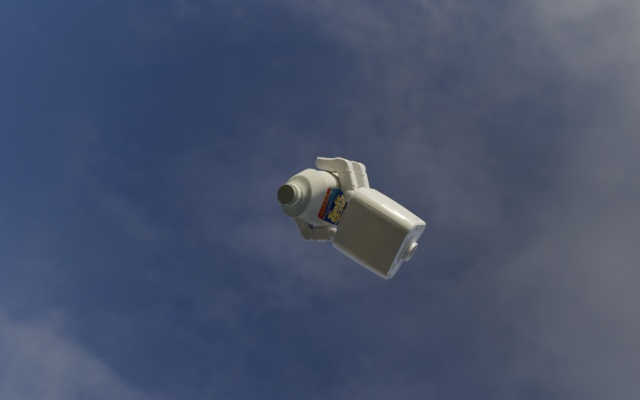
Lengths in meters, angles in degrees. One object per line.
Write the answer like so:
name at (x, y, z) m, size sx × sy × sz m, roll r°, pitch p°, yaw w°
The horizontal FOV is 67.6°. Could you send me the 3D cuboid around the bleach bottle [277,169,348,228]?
bleach bottle at (0.000, 0.002, 0.777) m, size 0.068 × 0.102 × 0.251 m, roll 34°, pitch 12°, yaw 22°
